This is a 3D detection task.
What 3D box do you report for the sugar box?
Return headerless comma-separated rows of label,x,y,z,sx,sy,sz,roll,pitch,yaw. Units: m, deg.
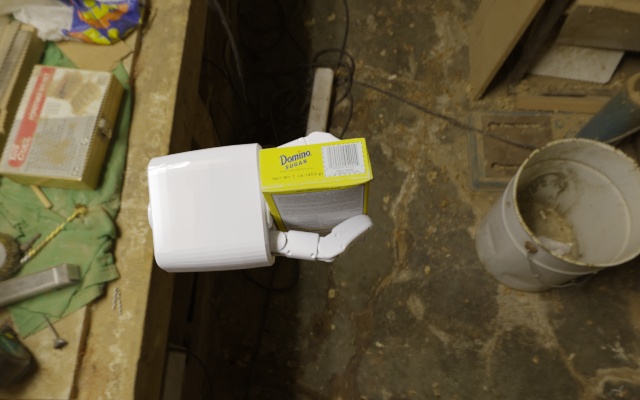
sugar box,0.000,0.001,0.473,0.093,0.048,0.176,-5,-19,1
